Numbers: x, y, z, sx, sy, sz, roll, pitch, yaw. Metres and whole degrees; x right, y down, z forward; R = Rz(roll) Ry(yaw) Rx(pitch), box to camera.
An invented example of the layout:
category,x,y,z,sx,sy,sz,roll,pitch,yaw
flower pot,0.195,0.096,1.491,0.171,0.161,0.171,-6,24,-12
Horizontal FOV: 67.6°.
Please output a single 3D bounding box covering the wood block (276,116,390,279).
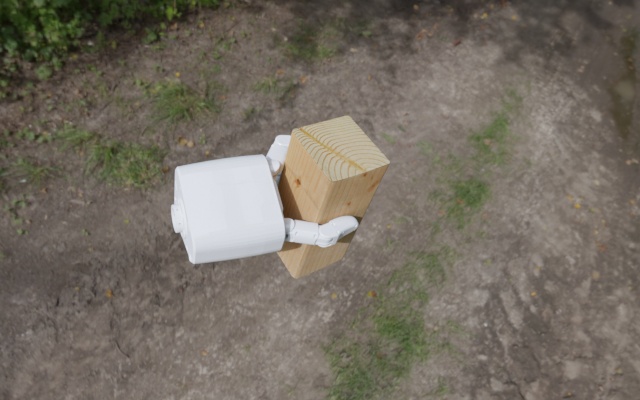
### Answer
category,x,y,z,sx,sy,sz,roll,pitch,yaw
wood block,0.000,0.002,0.634,0.090,0.090,0.206,-19,-31,-30
